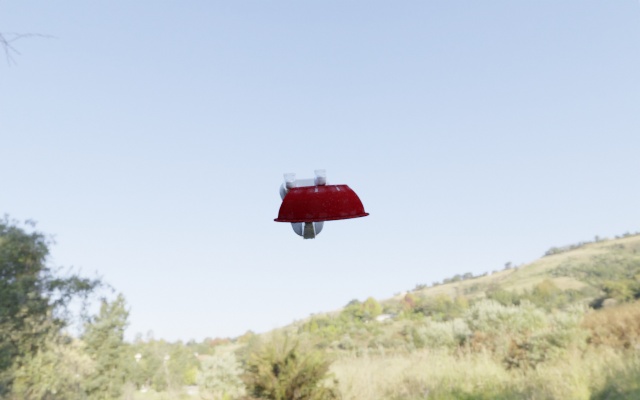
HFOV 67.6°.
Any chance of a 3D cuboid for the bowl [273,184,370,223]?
[{"bbox_3d":[0.000,0.002,0.795,0.162,0.055,0.162,-3,3,0],"label":"bowl"}]
